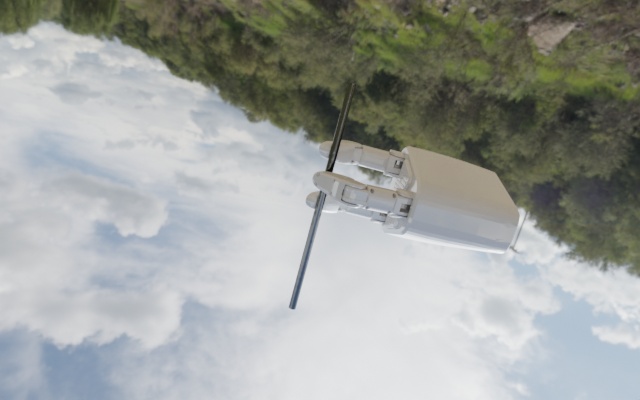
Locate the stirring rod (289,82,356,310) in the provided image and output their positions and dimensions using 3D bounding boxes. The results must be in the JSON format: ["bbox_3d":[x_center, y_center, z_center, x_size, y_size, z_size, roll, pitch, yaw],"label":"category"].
[{"bbox_3d":[0.000,0.002,0.483,0.011,0.239,0.011,14,13,-3],"label":"stirring rod"}]
